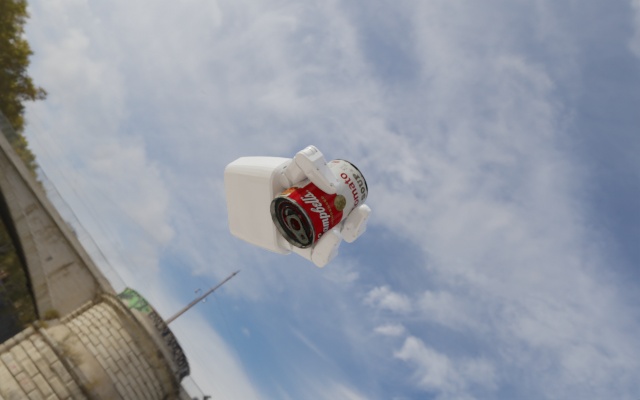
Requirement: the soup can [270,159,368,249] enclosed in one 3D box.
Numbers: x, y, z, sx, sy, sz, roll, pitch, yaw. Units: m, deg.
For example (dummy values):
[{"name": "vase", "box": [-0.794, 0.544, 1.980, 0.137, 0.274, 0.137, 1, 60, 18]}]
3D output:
[{"name": "soup can", "box": [0.001, 0.002, 0.564, 0.068, 0.068, 0.102, 0, 28, 48]}]
